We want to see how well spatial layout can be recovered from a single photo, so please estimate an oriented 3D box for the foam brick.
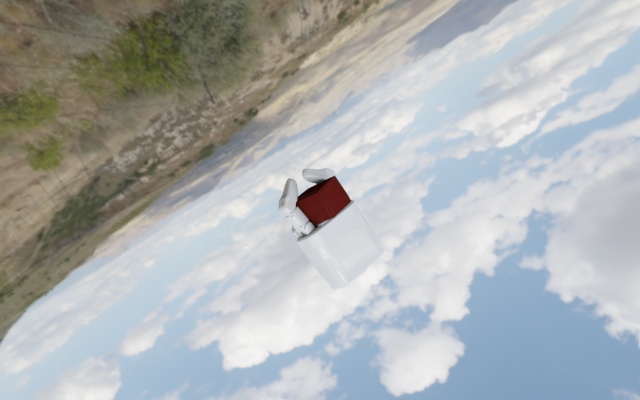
[{"bbox_3d":[0.000,0.002,0.772,0.053,0.051,0.078,-41,11,-38],"label":"foam brick"}]
